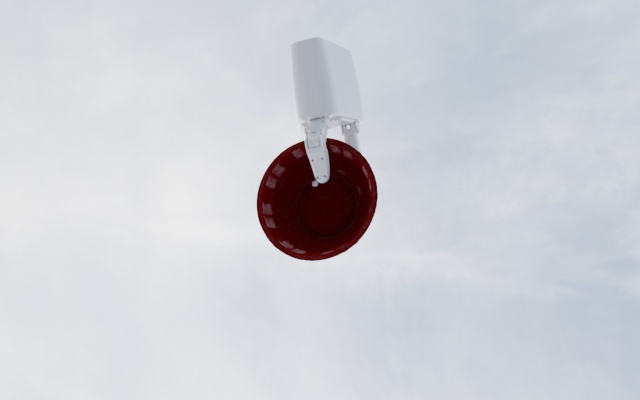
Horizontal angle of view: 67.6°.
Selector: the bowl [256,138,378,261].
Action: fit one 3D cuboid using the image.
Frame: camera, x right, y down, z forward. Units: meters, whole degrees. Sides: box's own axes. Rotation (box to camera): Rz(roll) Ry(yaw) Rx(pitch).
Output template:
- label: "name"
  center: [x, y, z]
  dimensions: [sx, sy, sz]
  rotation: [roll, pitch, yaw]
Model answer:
- label: "bowl"
  center: [0.000, 0.003, 0.629]
  dimensions: [0.162, 0.162, 0.055]
  rotation: [0, -13, 17]
